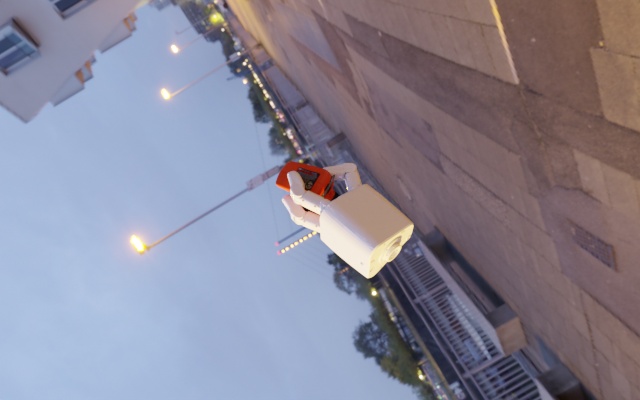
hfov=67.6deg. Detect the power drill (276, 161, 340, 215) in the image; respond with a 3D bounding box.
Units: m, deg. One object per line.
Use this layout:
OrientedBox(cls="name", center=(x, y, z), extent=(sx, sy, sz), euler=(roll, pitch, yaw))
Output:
OrientedBox(cls="power drill", center=(0.000, 0.003, 0.874), extent=(0.184, 0.057, 0.188), euler=(16, -19, 39))
